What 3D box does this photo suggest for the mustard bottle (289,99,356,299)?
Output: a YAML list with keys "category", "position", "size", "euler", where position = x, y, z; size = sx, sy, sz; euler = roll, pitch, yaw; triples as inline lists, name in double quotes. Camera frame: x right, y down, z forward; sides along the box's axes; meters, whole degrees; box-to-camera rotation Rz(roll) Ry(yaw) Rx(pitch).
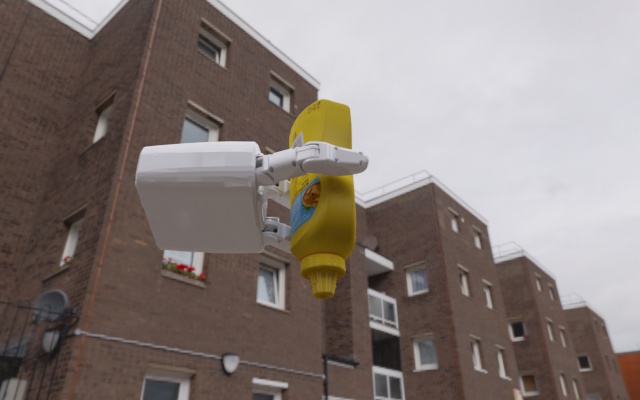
- category: "mustard bottle"
  position: [0.000, 0.001, 0.469]
  size: [0.058, 0.191, 0.096]
  euler: [12, -32, -21]
